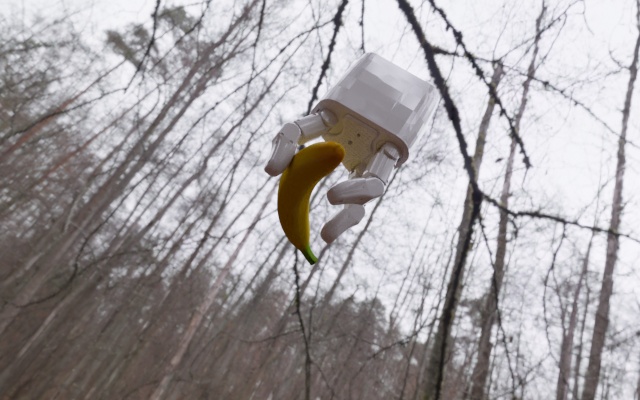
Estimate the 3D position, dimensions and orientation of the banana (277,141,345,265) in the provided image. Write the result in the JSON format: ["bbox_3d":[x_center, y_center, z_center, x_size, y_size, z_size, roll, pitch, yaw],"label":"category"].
[{"bbox_3d":[-0.016,-0.006,0.513,0.069,0.037,0.198,31,-35,15],"label":"banana"}]
